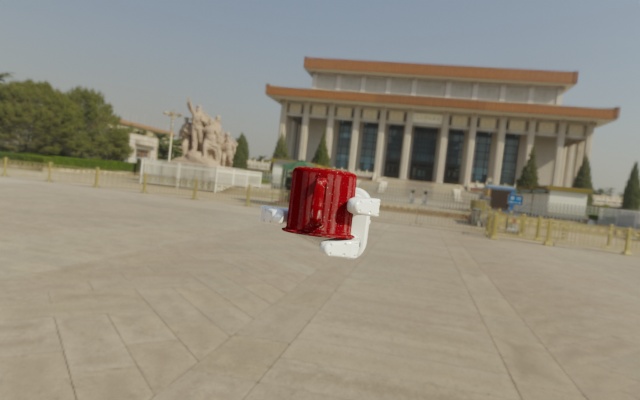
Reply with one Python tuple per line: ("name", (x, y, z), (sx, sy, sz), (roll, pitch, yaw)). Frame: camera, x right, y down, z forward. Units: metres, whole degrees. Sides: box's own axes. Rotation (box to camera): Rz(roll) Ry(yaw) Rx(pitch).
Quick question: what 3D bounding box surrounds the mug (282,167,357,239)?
("mug", (0.000, 0.002, 0.590), (0.093, 0.081, 0.117), (7, 1, 7))
